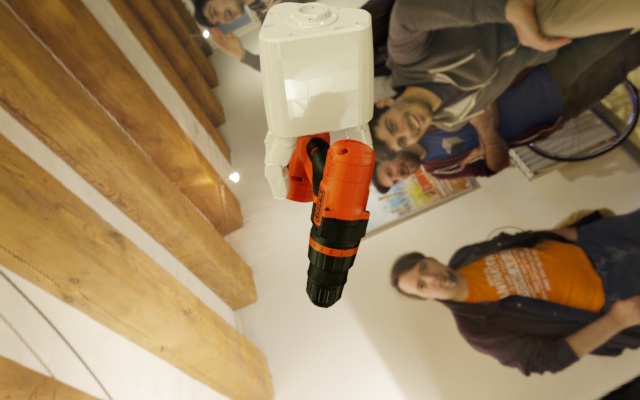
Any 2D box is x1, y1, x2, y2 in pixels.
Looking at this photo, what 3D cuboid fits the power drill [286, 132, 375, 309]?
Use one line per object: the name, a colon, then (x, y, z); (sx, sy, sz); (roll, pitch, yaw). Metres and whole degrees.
power drill: (0.000, 0.001, 0.544); (0.057, 0.184, 0.187); (4, 23, -20)
